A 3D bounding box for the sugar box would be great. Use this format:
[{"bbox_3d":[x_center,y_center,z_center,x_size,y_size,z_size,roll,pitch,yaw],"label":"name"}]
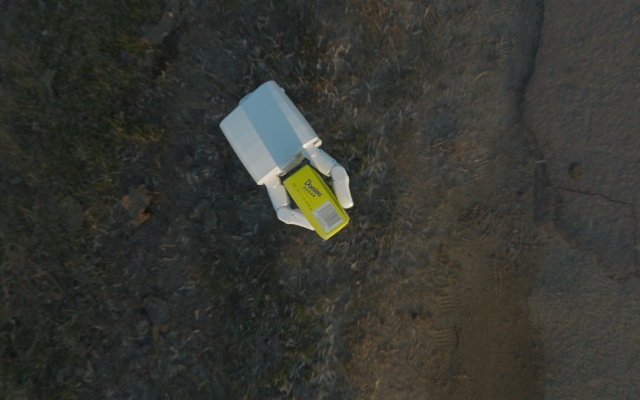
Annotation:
[{"bbox_3d":[0.000,0.002,0.684,0.048,0.093,0.176,-35,-2,5],"label":"sugar box"}]
